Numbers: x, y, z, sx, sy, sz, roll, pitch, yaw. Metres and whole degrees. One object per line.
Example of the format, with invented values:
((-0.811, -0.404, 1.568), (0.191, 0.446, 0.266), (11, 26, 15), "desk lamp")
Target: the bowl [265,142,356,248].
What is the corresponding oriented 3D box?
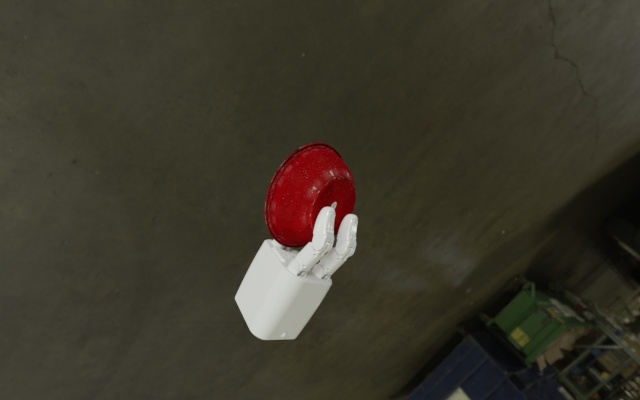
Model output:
((0.001, 0.001, 0.678), (0.055, 0.162, 0.162), (24, 16, 39), "bowl")
